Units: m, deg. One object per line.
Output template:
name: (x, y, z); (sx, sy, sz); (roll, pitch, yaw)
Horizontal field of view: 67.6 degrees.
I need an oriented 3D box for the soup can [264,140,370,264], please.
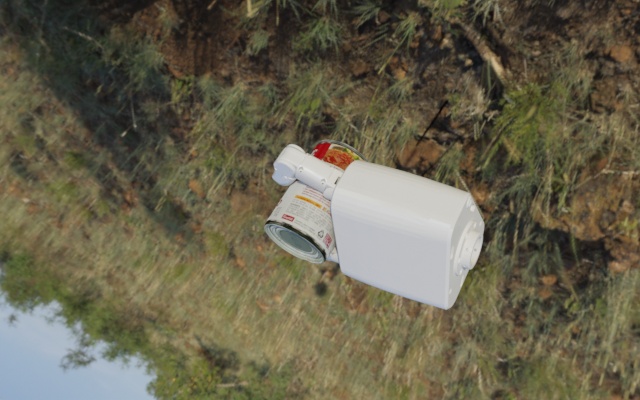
soup can: (-0.001, 0.002, 0.462); (0.068, 0.102, 0.068); (26, -24, 12)
